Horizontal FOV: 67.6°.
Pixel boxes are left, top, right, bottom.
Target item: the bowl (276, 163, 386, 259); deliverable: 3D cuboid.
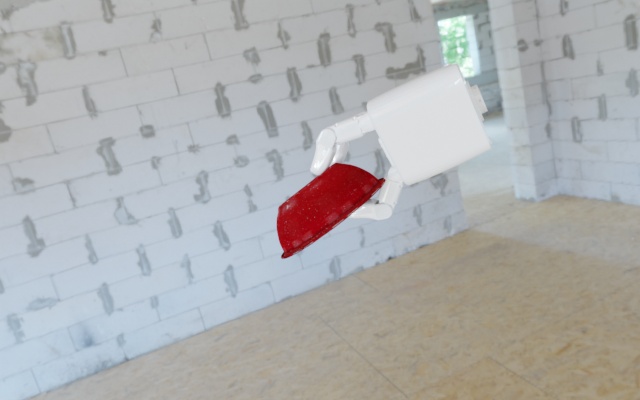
[{"bbox_3d":[-0.001,0.002,0.591,0.162,0.055,0.162,-38,3,3],"label":"bowl"}]
